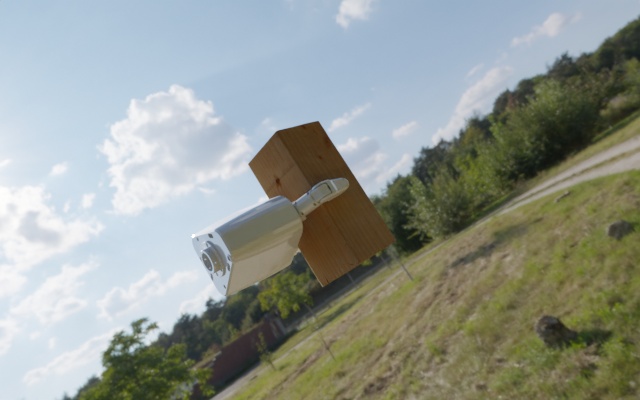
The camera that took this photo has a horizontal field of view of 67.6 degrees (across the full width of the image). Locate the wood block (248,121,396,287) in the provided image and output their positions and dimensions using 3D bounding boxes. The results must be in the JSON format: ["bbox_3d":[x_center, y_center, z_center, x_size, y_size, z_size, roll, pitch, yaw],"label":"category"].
[{"bbox_3d":[0.000,0.002,0.675,0.090,0.206,0.091,-23,-13,-46],"label":"wood block"}]
